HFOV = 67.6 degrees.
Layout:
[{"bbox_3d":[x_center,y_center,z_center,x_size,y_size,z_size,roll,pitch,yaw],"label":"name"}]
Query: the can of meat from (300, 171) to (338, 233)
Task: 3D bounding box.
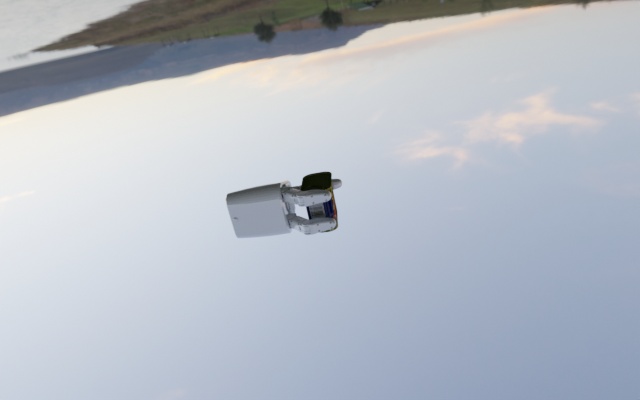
[{"bbox_3d":[0.000,0.003,0.896,0.057,0.084,0.102,-10,22,5],"label":"can of meat"}]
